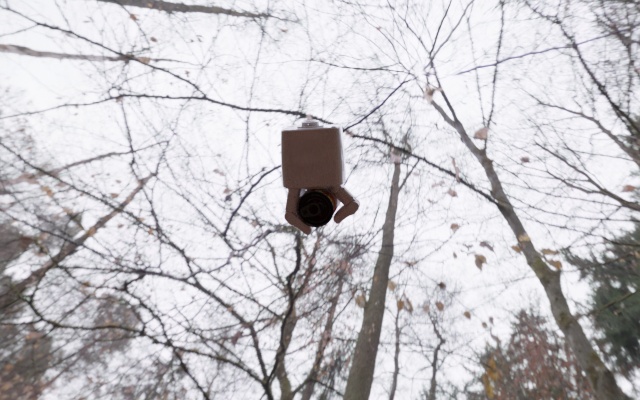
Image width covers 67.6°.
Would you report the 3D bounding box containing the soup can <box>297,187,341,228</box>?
[{"bbox_3d":[0.000,0.003,0.897,0.068,0.068,0.102,0,15,12],"label":"soup can"}]
